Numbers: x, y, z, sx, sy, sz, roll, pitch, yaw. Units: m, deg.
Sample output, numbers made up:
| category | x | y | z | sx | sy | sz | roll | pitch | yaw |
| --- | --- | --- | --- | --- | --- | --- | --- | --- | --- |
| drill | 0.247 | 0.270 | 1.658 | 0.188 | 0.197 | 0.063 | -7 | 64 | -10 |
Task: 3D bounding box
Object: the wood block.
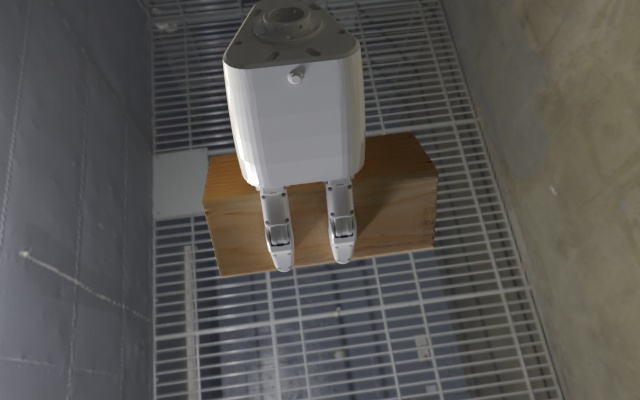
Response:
| category | x | y | z | sx | sy | sz | roll | pitch | yaw |
| --- | --- | --- | --- | --- | --- | --- | --- | --- | --- |
| wood block | 0.000 | 0.001 | 0.470 | 0.206 | 0.090 | 0.090 | -7 | 33 | -3 |
